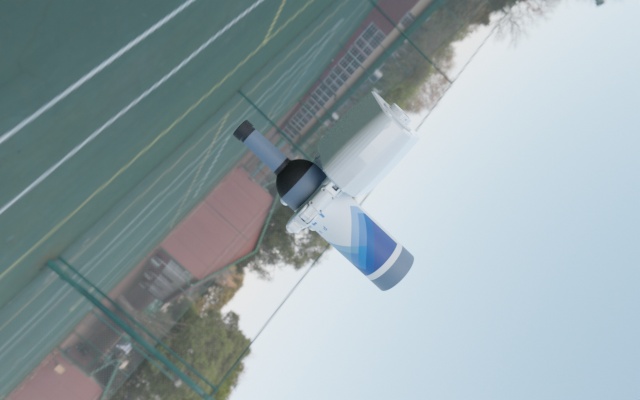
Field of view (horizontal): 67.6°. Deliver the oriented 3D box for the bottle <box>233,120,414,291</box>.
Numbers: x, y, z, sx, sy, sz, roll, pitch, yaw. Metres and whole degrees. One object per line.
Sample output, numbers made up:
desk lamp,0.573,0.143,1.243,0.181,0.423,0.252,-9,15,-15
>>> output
bottle,0.000,0.002,0.649,0.296,0.069,0.069,43,-7,-7
